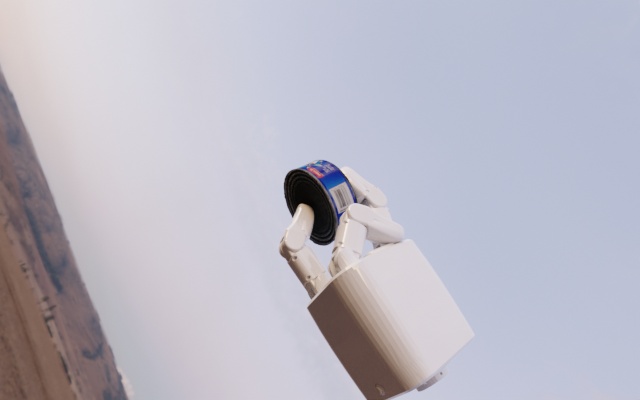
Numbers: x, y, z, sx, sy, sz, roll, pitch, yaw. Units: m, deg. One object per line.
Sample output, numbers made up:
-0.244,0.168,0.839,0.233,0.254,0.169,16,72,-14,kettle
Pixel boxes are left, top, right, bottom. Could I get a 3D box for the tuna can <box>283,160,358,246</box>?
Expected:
0.000,0.001,0.498,0.033,0.086,0.086,-27,14,-31,tuna can
